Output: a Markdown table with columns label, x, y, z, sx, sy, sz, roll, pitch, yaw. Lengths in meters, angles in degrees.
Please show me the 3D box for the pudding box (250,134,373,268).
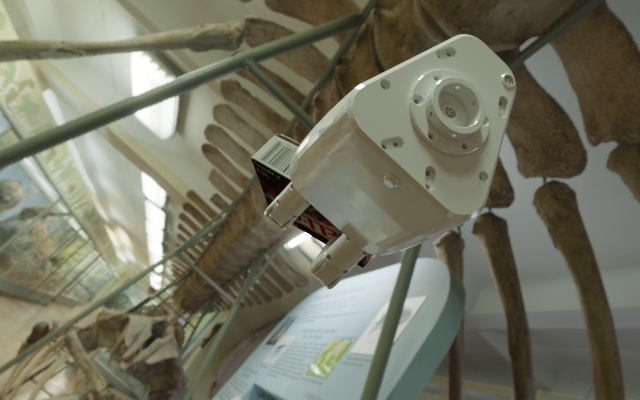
| label | x | y | z | sx | sy | sz | roll | pitch | yaw |
| --- | --- | --- | --- | --- | --- | --- | --- | --- | --- |
| pudding box | 0.000 | 0.001 | 0.416 | 0.113 | 0.039 | 0.090 | 32 | -24 | 22 |
